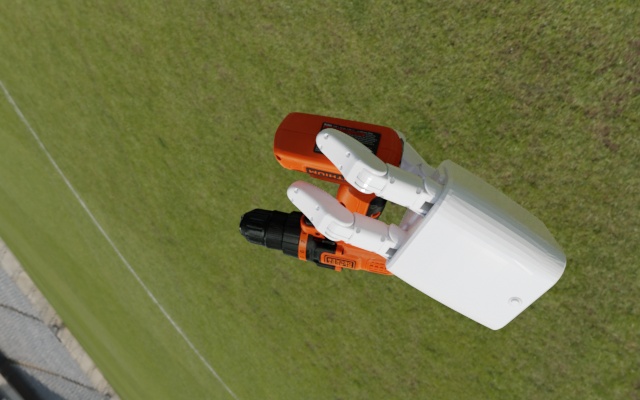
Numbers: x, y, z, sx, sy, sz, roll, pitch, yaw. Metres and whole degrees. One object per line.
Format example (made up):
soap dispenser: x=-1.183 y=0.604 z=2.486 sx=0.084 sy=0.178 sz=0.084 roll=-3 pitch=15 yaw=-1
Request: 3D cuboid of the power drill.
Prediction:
power drill: x=0.000 y=0.001 z=0.464 sx=0.184 sy=0.057 sz=0.188 roll=9 pitch=-34 yaw=7
